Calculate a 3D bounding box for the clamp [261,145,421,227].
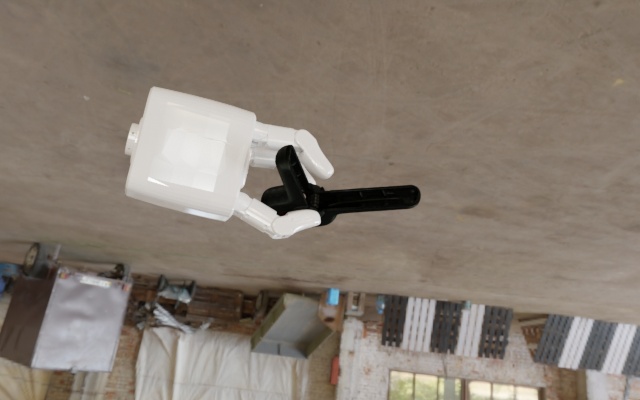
[{"bbox_3d":[0.000,0.003,0.549,0.164,0.036,0.210,14,-21,-19],"label":"clamp"}]
